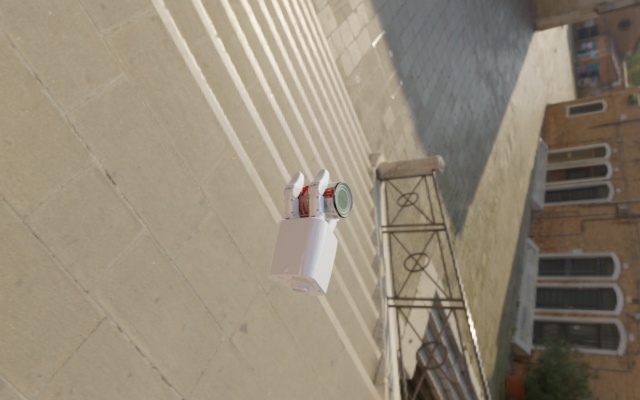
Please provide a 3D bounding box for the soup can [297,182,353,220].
[{"bbox_3d":[0.001,0.002,0.880,0.102,0.068,0.068,-6,-3,33],"label":"soup can"}]
